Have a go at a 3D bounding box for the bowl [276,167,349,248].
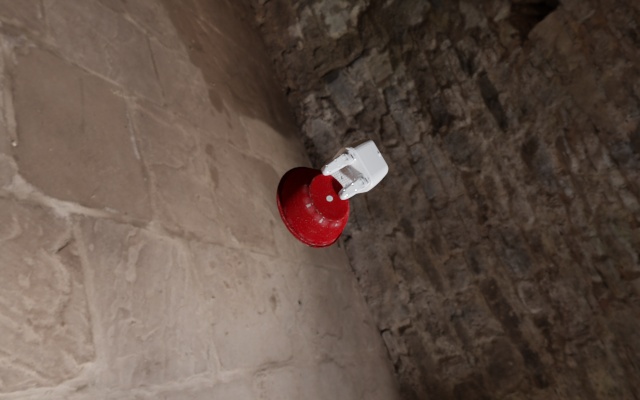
[{"bbox_3d":[0.000,0.004,0.876,0.162,0.162,0.055,0,-19,-41],"label":"bowl"}]
